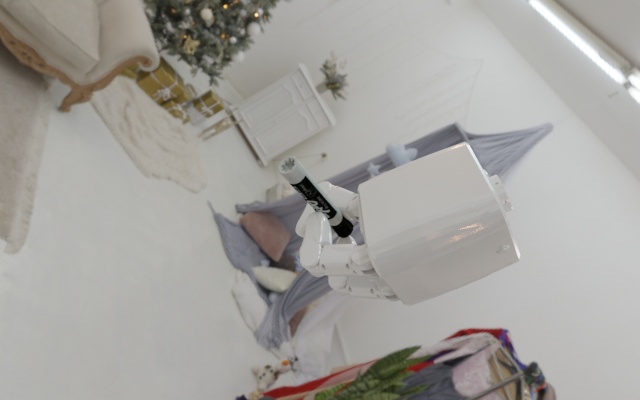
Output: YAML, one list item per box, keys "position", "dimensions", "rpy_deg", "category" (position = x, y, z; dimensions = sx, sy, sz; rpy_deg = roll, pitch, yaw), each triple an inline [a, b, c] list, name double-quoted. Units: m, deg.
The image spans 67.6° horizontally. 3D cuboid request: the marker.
- position: [0.000, 0.001, 0.435]
  dimensions: [0.020, 0.020, 0.121]
  rpy_deg: [0, -31, 31]
  category: "marker"
